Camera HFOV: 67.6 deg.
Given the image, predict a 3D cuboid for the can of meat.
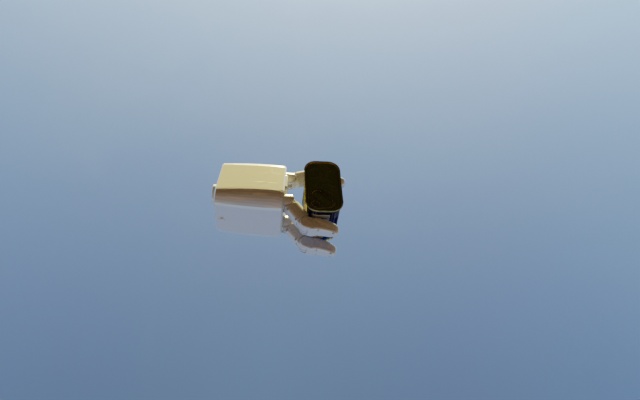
[{"bbox_3d":[0.000,0.003,0.762,0.057,0.102,0.084,1,-40,-7],"label":"can of meat"}]
